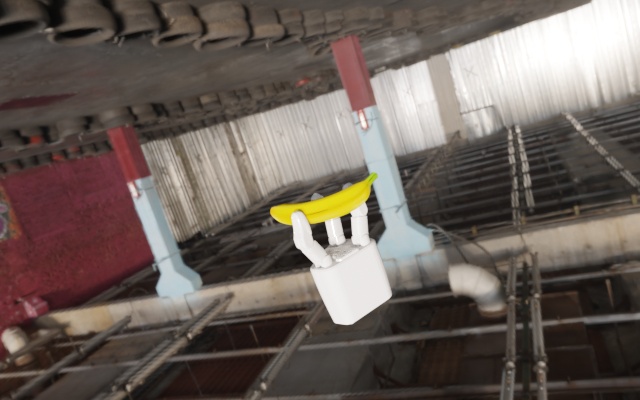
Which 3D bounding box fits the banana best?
[{"bbox_3d":[-0.001,0.009,0.758,0.198,0.037,0.069,-17,19,22],"label":"banana"}]
